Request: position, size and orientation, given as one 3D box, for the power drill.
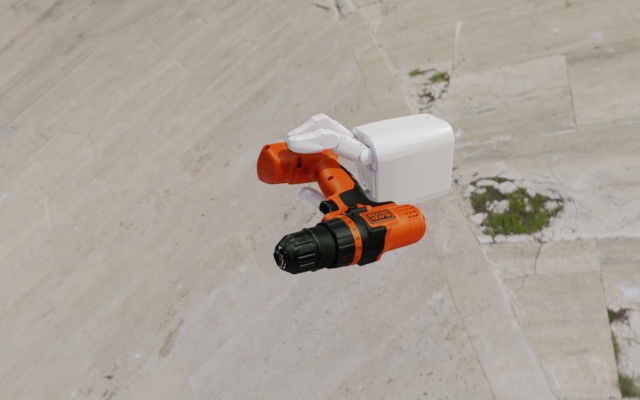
[{"bbox_3d":[0.000,0.001,0.542,0.184,0.057,0.187,-9,42,-33],"label":"power drill"}]
